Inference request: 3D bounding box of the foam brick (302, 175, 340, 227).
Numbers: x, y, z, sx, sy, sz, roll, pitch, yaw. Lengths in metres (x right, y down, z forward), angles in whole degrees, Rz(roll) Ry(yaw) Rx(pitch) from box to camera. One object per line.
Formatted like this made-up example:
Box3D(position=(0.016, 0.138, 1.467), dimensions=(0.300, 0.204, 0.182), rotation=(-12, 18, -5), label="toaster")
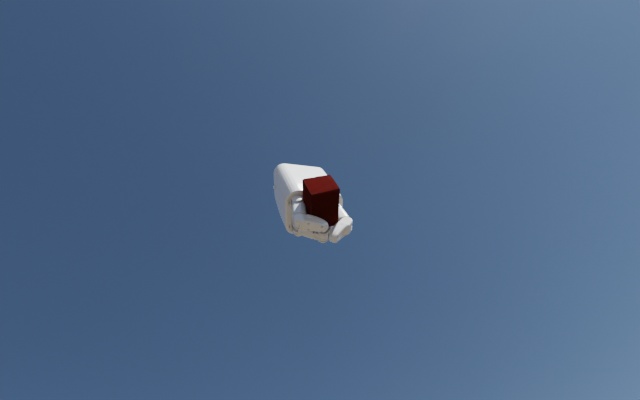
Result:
Box3D(position=(0.000, 0.002, 0.823), dimensions=(0.053, 0.078, 0.051), rotation=(-10, 38, -15), label="foam brick")
